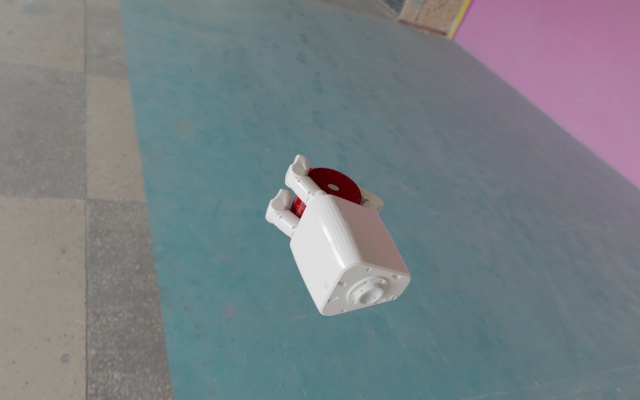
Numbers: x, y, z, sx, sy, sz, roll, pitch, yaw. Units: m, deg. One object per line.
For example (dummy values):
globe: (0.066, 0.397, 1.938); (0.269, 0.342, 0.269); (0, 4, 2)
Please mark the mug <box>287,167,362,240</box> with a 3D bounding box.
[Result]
mug: (0.000, 0.001, 0.651); (0.093, 0.081, 0.117); (3, 41, -29)
